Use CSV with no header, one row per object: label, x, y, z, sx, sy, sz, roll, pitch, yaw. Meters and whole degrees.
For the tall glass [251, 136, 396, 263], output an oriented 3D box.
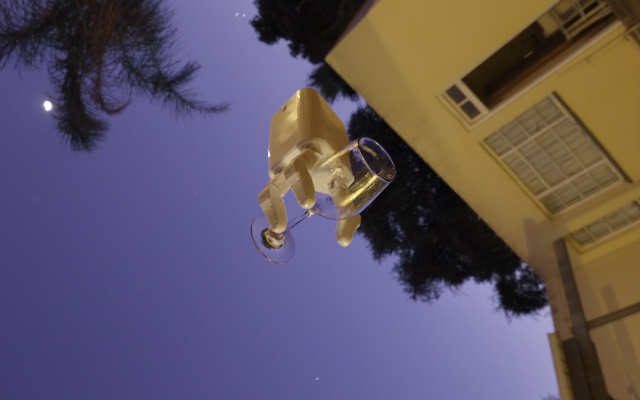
tall glass,0.000,0.002,0.597,0.079,0.079,0.201,0,-30,-49
